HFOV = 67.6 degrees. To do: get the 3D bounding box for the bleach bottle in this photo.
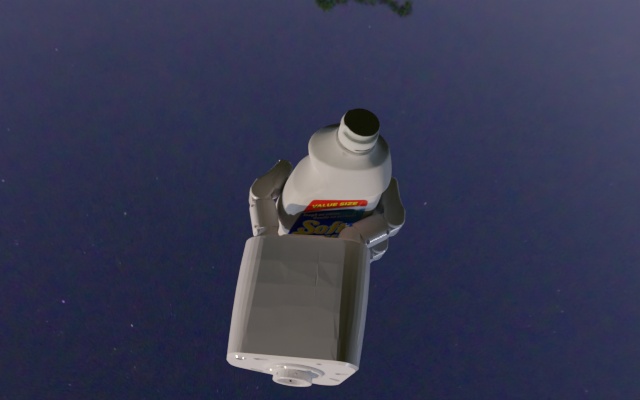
[{"bbox_3d":[0.000,0.002,0.467,0.102,0.068,0.251,10,-31,-7],"label":"bleach bottle"}]
